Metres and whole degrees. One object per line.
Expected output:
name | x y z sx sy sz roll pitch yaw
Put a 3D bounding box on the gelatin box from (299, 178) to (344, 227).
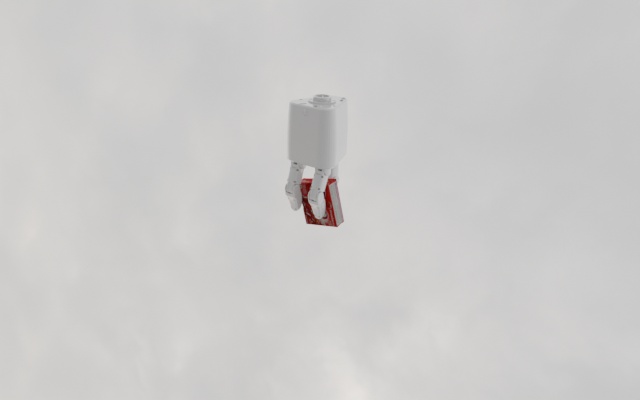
gelatin box | 0.000 0.003 0.892 0.073 0.089 0.030 4 26 37
